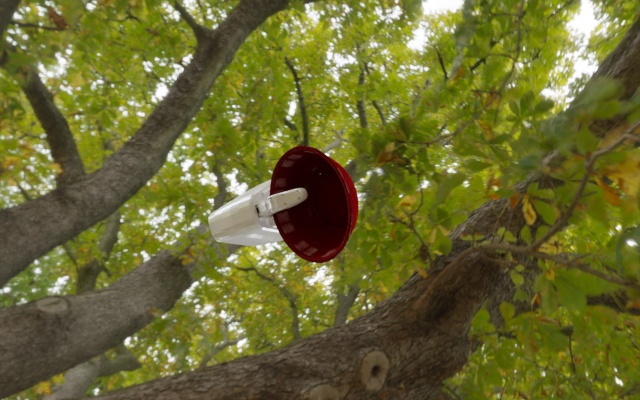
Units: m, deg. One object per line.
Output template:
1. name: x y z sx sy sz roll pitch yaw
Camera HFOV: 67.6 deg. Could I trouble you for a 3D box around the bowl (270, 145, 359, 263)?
1. bowl: 0.001 0.002 0.663 0.055 0.162 0.162 -13 9 -43
